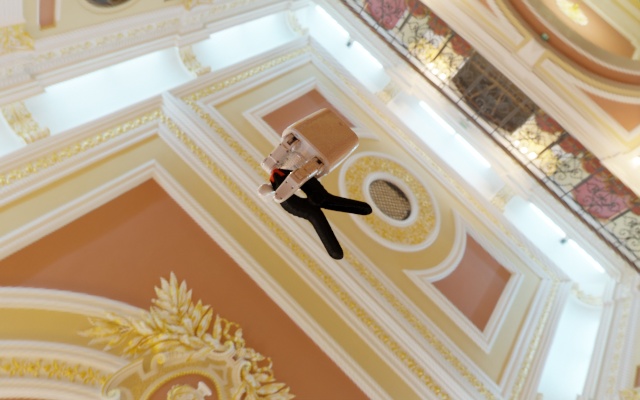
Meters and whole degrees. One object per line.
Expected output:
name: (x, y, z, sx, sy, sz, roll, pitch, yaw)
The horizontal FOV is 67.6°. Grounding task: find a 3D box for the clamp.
clamp: (0.000, 0.003, 0.753, 0.120, 0.171, 0.039, -41, -8, -43)
